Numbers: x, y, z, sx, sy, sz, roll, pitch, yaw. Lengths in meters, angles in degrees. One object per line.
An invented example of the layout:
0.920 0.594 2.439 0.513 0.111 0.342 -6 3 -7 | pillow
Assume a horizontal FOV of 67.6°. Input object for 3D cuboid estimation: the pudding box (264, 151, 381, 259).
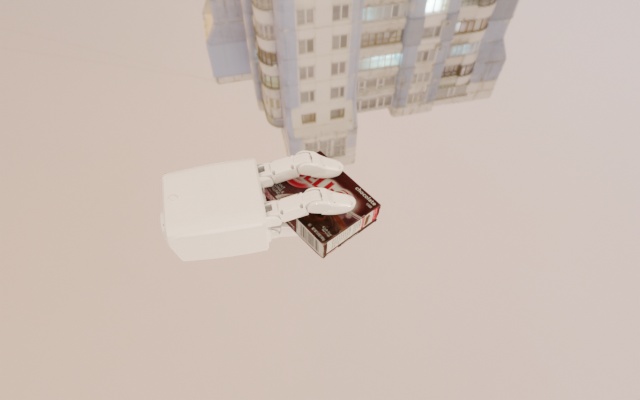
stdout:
0.000 0.002 0.568 0.090 0.113 0.039 -33 -26 -25 | pudding box
